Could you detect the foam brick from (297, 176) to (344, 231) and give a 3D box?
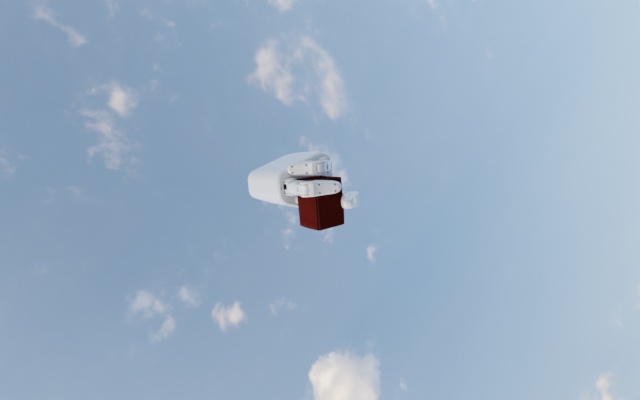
[{"bbox_3d":[0.000,0.003,0.747,0.053,0.078,0.051,-10,10,-37],"label":"foam brick"}]
